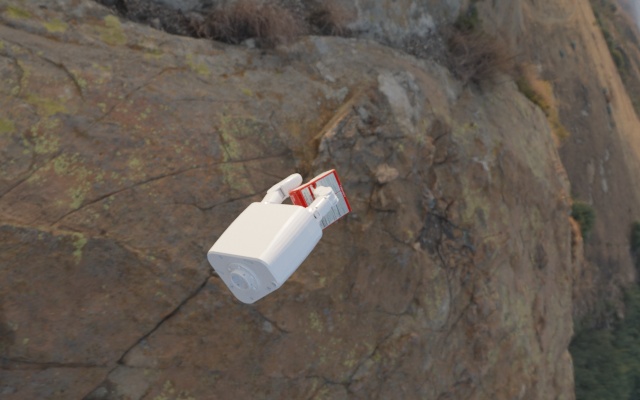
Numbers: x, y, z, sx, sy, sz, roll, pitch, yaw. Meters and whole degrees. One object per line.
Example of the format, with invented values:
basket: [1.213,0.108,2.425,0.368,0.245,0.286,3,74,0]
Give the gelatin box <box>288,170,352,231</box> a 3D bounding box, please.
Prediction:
gelatin box: [0.001,0.002,0.739,0.030,0.073,0.089,-14,13,47]
